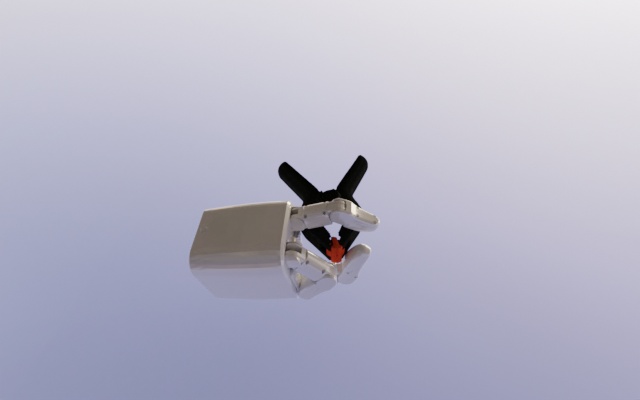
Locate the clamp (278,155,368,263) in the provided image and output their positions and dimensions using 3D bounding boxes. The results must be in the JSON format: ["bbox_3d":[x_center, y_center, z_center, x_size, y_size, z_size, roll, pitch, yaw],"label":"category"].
[{"bbox_3d":[0.000,0.003,0.597,0.120,0.039,0.171,-4,42,8],"label":"clamp"}]
